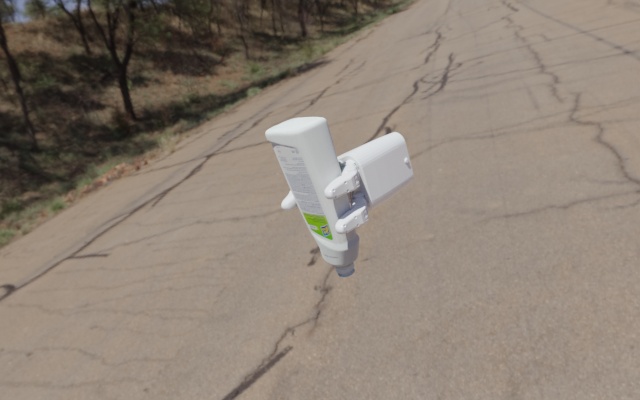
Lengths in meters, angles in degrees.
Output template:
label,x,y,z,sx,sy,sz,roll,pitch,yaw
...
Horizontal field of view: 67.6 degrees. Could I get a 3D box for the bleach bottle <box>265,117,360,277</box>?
label,x,y,z,sx,sy,sz,roll,pitch,yaw
bleach bottle,0.000,0.002,0.726,0.068,0.251,0.102,-30,24,-29
